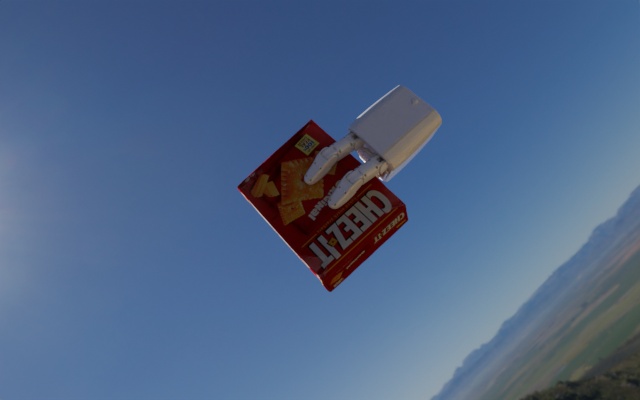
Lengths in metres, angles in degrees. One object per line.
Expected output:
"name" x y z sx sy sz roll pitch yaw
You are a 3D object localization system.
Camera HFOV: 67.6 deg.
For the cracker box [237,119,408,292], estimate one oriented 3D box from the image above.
"cracker box" 0.000 0.002 0.729 0.213 0.164 0.072 45 -7 25
